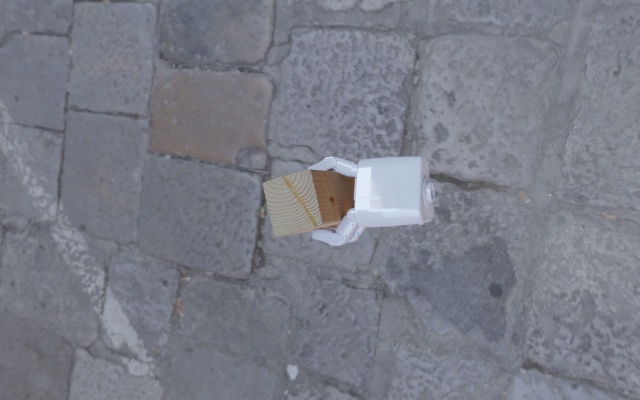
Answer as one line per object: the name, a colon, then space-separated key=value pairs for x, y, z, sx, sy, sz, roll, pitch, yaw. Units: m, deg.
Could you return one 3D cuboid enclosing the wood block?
wood block: x=0.000 y=0.002 z=0.825 sx=0.090 sy=0.091 sz=0.206 roll=-15 pitch=-6 yaw=25
